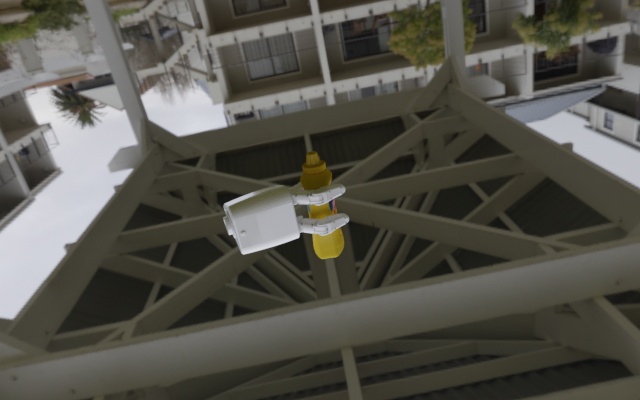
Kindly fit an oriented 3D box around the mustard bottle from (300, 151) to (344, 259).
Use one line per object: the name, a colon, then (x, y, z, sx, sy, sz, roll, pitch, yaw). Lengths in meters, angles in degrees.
mustard bottle: (0.001, 0.003, 0.869, 0.058, 0.192, 0.096, -8, 24, 7)
